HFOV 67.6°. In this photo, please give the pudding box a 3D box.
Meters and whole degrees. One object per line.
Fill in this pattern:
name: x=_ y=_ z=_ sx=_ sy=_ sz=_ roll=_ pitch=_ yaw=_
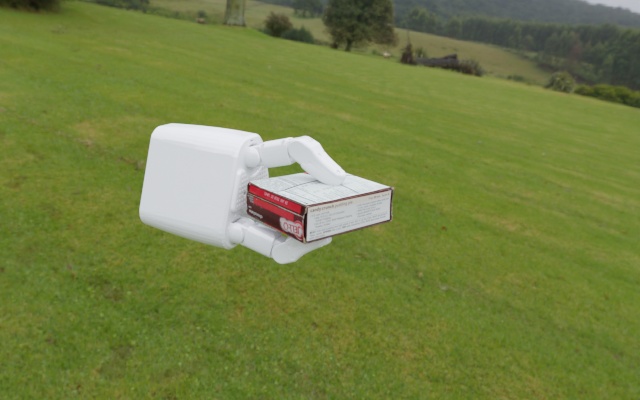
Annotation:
pudding box: x=0.000 y=0.001 z=0.453 sx=0.113 sy=0.039 sz=0.090 roll=-13 pitch=25 yaw=-39
